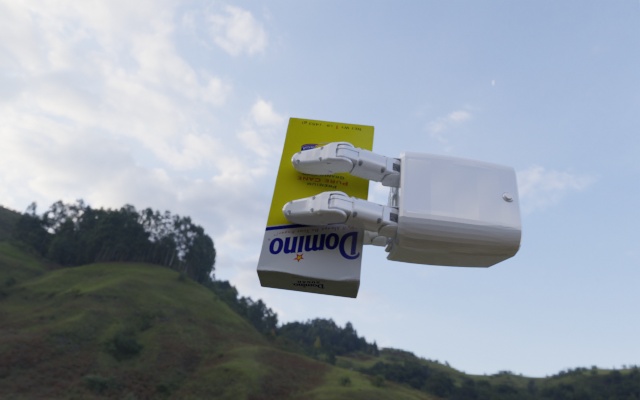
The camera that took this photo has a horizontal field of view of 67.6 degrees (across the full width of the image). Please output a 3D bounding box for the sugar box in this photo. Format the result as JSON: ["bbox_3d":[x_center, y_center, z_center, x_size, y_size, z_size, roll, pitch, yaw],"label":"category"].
[{"bbox_3d":[0.000,0.001,0.467,0.093,0.176,0.048,6,-33,4],"label":"sugar box"}]
